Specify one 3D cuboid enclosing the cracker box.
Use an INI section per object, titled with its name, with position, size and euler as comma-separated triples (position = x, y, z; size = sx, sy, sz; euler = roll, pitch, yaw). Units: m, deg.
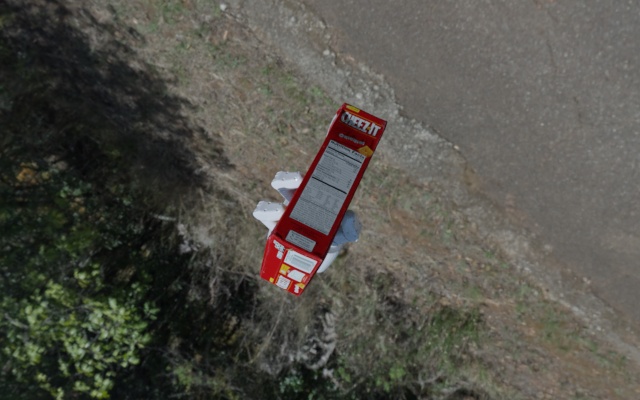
[cracker box]
position = 0.000, 0.002, 0.634
size = 0.072, 0.213, 0.164
euler = 26, -27, 1
